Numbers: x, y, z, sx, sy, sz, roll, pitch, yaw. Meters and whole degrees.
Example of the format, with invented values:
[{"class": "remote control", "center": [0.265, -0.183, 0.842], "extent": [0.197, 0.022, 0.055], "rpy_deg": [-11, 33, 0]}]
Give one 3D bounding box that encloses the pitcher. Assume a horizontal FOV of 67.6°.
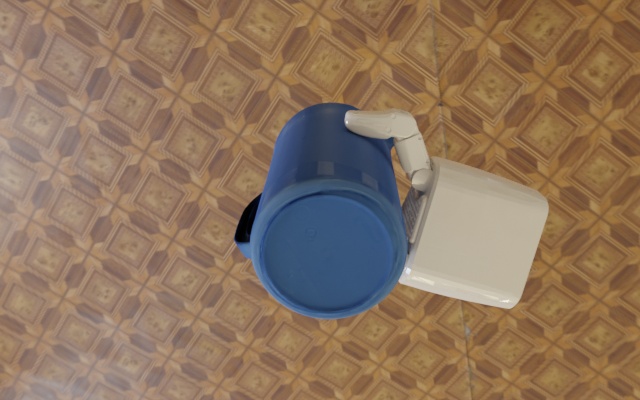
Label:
[{"class": "pitcher", "center": [0.000, 0.001, 0.431], "extent": [0.145, 0.149, 0.242], "rpy_deg": [16, 20, -3]}]
